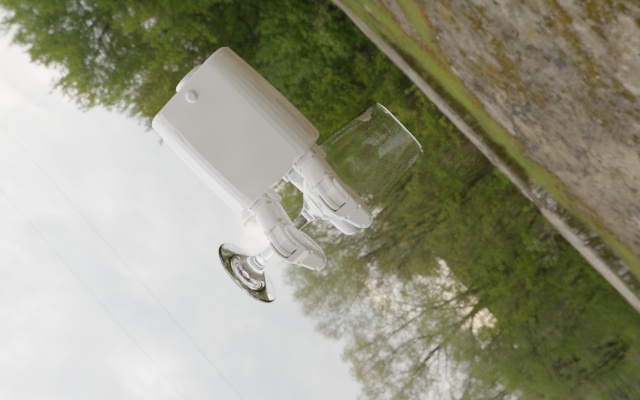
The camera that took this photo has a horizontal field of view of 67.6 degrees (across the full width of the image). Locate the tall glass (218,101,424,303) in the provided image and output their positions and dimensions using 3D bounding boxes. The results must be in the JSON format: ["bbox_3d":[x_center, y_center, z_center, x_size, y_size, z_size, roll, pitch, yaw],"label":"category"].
[{"bbox_3d":[0.000,0.002,0.440,0.201,0.079,0.079,-44,-10,10],"label":"tall glass"}]
